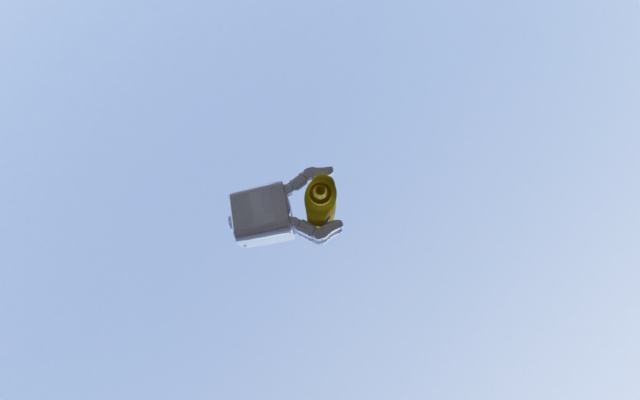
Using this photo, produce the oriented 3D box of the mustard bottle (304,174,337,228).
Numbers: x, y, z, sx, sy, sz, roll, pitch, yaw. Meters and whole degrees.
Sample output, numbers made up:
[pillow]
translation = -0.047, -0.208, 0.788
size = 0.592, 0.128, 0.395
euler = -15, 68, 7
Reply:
[mustard bottle]
translation = 0.000, 0.003, 0.896
size = 0.058, 0.096, 0.192
euler = 13, -12, 4
